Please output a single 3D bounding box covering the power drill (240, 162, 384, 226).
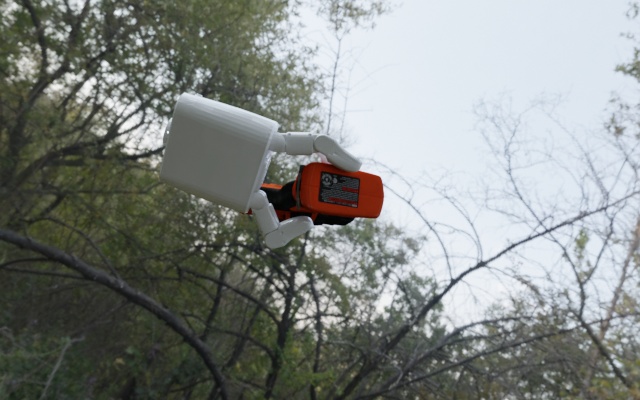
[{"bbox_3d":[0.000,0.002,0.619,0.184,0.057,0.187,7,-10,-27],"label":"power drill"}]
